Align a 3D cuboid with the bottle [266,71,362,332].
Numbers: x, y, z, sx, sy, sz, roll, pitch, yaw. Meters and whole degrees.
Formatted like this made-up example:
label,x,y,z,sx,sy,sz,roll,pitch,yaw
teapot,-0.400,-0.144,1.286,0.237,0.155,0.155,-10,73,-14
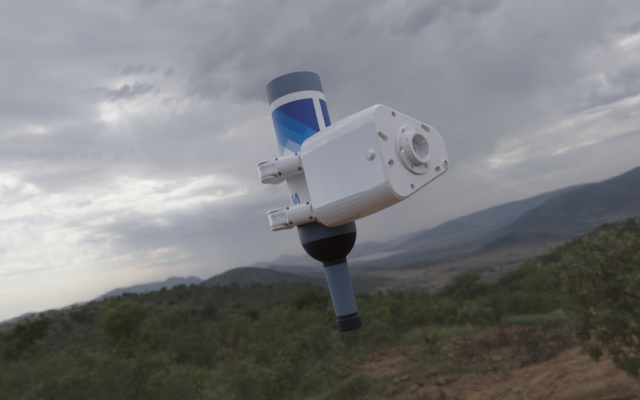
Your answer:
label,x,y,z,sx,sy,sz,roll,pitch,yaw
bottle,0.000,0.002,0.552,0.069,0.295,0.069,-13,-7,-2
